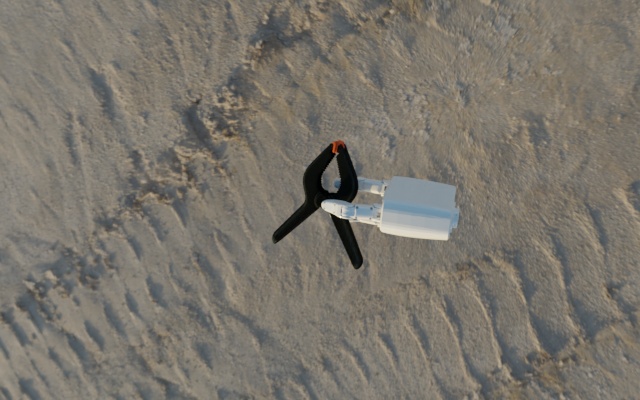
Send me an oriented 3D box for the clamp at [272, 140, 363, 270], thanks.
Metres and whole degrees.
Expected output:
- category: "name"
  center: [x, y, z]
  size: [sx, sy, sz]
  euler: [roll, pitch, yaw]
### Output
- category: "clamp"
  center: [0.000, 0.002, 0.798]
  size: [0.164, 0.210, 0.036]
  euler: [8, 14, 16]
